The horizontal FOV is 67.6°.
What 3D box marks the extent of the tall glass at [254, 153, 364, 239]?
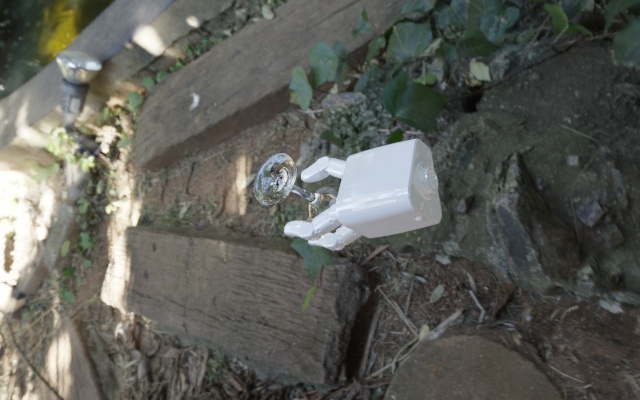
[{"bbox_3d":[0.000,0.002,0.699,0.079,0.079,0.201,0,-18,40],"label":"tall glass"}]
